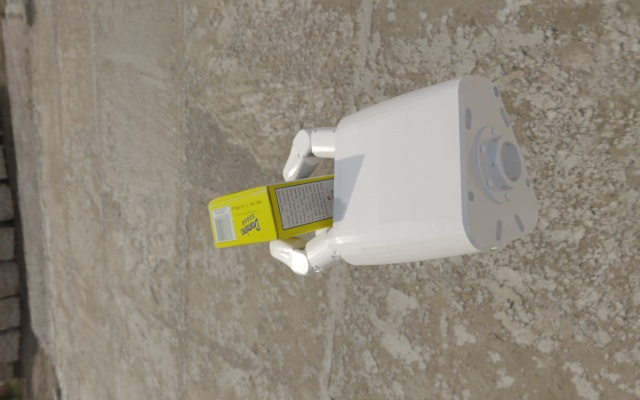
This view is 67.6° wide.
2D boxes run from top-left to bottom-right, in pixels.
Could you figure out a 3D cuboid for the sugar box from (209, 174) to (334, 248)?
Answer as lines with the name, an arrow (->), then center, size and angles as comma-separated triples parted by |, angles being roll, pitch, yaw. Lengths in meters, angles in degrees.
sugar box -> 0.000, 0.002, 0.426 | 0.176, 0.048, 0.093 | -9, -1, -41
